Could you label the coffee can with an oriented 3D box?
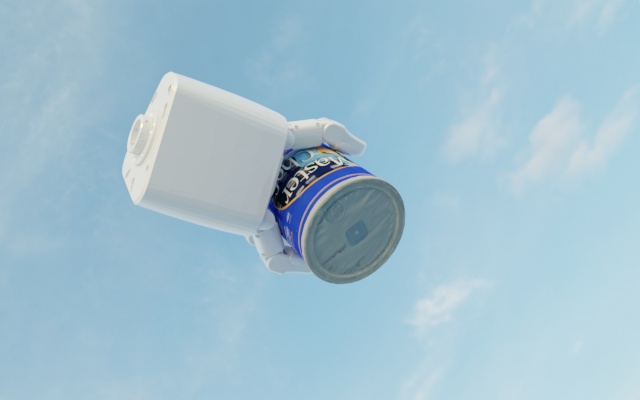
[{"bbox_3d":[0.000,0.002,0.468,0.103,0.103,0.140,0,23,-30],"label":"coffee can"}]
